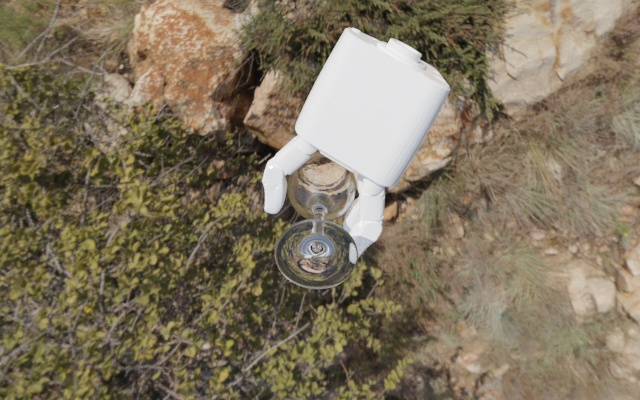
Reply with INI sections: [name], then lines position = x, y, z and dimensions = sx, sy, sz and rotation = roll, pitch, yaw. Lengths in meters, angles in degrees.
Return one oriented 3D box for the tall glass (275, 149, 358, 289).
[tall glass]
position = 0.000, 0.002, 0.509
dimensions = 0.079, 0.079, 0.201
rotation = 0, 28, 2
